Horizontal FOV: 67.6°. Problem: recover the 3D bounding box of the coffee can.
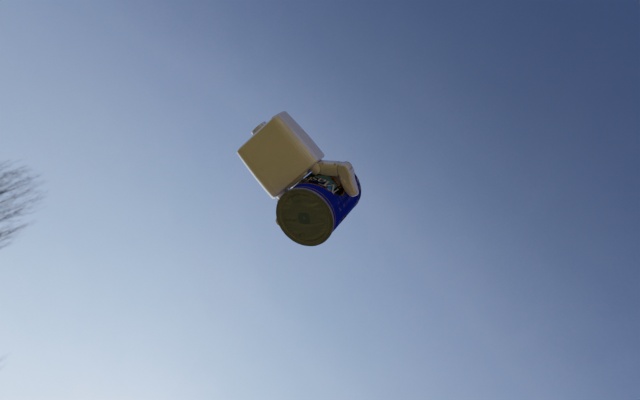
[{"bbox_3d":[0.000,0.003,0.829,0.103,0.103,0.140,0,22,25],"label":"coffee can"}]
